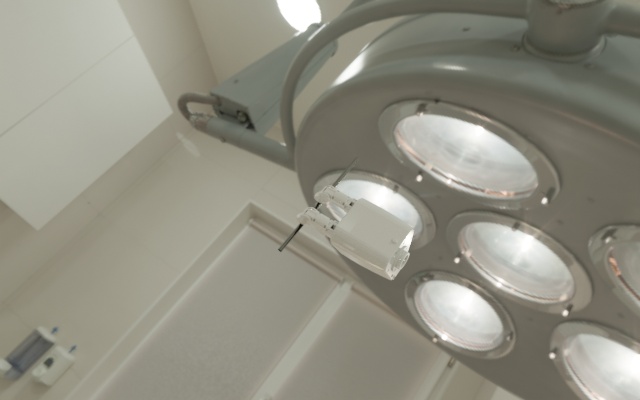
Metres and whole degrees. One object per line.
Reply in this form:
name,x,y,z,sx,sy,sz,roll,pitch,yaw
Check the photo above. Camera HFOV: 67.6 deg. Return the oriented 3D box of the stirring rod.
stirring rod,0.000,0.003,0.879,0.011,0.239,0.011,33,-25,17
